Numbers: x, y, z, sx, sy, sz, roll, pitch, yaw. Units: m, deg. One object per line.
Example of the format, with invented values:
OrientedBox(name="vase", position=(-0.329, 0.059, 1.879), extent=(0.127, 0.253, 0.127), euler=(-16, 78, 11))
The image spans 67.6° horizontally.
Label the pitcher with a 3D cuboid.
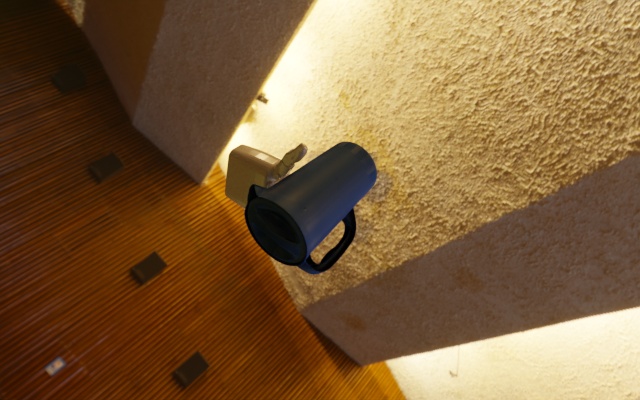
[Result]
OrientedBox(name="pitcher", position=(0.000, 0.003, 0.838), extent=(0.145, 0.149, 0.242), euler=(23, 45, 30))
